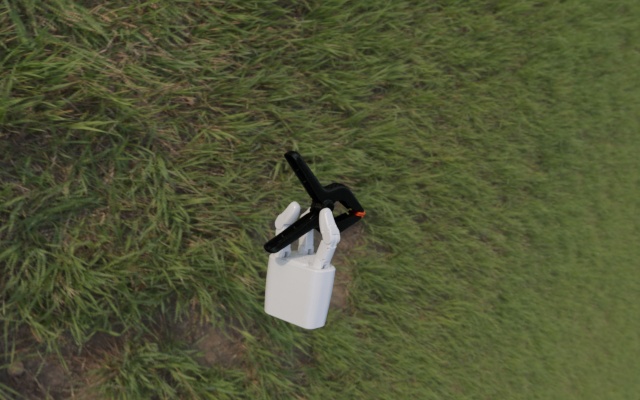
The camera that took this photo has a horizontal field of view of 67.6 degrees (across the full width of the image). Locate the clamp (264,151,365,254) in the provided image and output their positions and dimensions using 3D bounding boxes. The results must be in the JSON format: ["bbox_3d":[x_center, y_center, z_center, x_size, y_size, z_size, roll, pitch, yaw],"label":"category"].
[{"bbox_3d":[0.001,0.003,0.808,0.210,0.164,0.036,-1,14,-44],"label":"clamp"}]
